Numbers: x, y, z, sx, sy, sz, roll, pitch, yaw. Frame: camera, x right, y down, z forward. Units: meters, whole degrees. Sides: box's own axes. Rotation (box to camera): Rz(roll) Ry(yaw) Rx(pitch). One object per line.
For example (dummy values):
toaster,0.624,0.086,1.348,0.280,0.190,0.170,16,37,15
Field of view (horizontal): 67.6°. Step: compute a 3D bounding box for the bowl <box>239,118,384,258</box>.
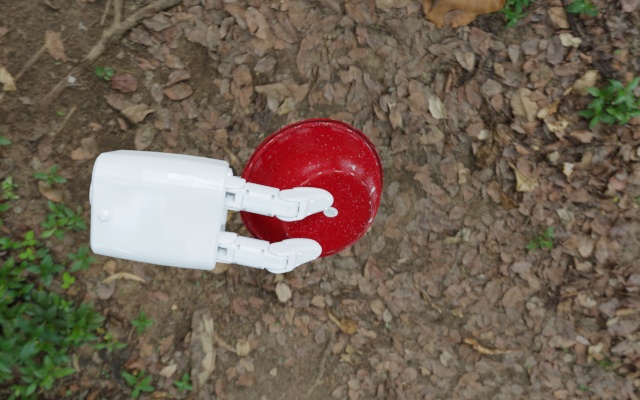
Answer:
bowl,0.001,0.002,0.488,0.162,0.162,0.055,0,26,-20
